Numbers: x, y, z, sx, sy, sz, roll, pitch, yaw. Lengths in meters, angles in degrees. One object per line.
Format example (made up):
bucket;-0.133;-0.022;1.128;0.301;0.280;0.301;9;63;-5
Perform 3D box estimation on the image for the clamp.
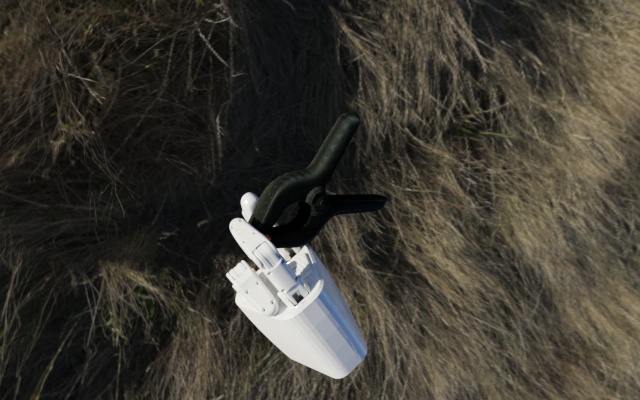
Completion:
clamp;0.000;0.002;0.505;0.171;0.120;0.039;-41;27;-13
